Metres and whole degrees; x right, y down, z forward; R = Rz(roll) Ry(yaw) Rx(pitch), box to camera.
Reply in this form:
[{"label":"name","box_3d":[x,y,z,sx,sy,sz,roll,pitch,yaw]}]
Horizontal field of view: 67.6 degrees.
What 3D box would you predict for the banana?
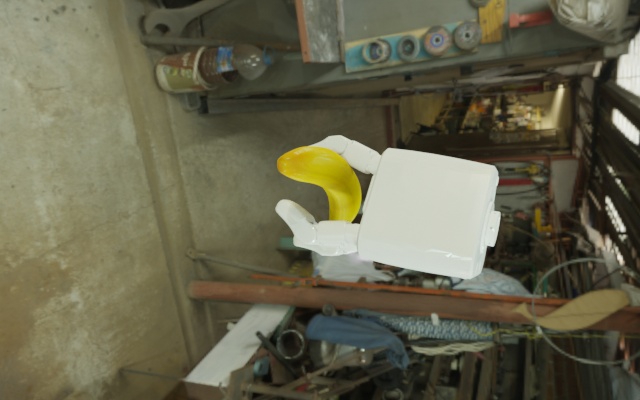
[{"label":"banana","box_3d":[0.010,-0.012,0.503,0.037,0.069,0.198,23,-18,25]}]
